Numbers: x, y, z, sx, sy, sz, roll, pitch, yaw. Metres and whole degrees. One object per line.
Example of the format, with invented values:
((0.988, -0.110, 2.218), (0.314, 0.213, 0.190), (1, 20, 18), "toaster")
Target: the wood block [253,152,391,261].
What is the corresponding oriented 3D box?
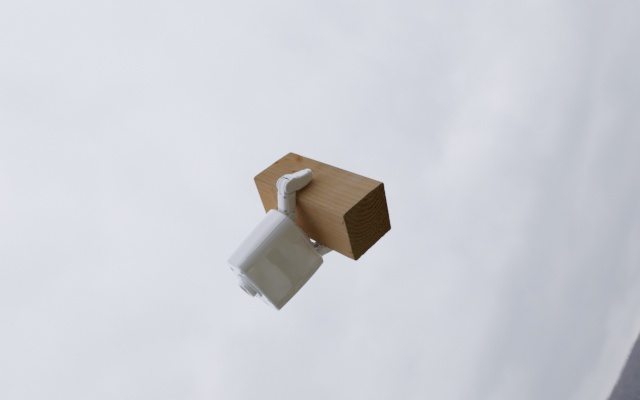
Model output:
((0.000, 0.002, 0.756), (0.206, 0.091, 0.090), (22, 49, 42), "wood block")
